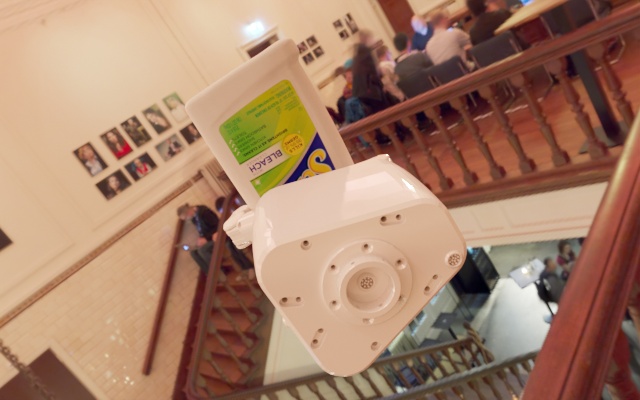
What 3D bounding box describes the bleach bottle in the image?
[{"bbox_3d":[0.000,0.001,0.402,0.102,0.251,0.068,-33,15,3],"label":"bleach bottle"}]
